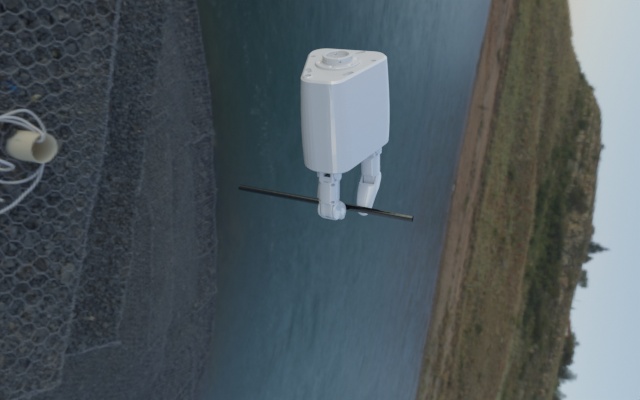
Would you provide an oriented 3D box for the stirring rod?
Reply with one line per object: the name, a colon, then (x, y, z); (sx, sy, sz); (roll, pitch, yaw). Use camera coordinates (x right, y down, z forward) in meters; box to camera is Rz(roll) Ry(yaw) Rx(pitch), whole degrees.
stirring rod: (0.000, 0.002, 0.618); (0.239, 0.011, 0.011); (10, 3, 20)
